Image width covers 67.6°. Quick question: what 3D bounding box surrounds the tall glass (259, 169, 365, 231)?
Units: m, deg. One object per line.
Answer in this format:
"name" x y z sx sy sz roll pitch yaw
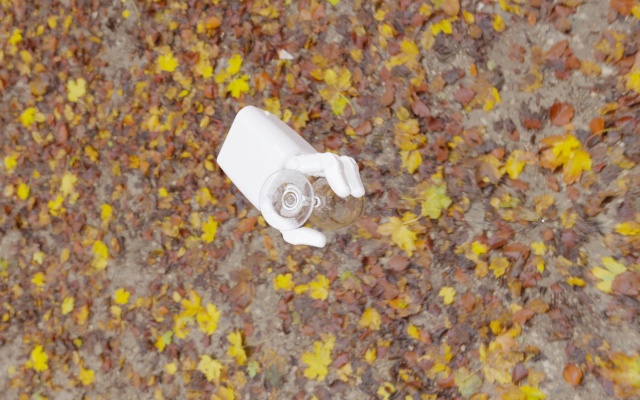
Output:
"tall glass" 0.000 0.002 0.657 0.079 0.079 0.201 0 -2 25
